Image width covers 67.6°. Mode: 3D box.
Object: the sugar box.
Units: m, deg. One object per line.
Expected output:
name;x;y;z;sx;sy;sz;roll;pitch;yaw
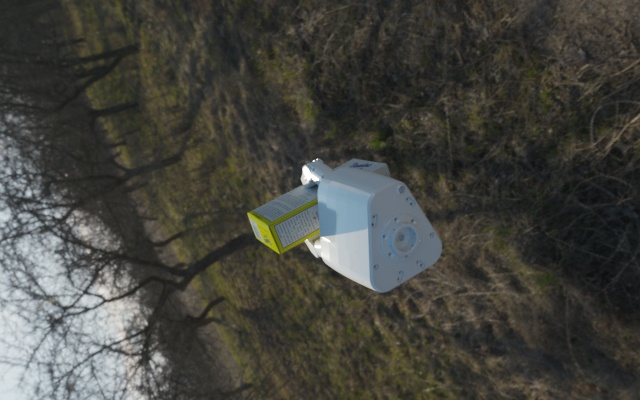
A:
sugar box;0.000;0.003;0.622;0.176;0.048;0.093;-25;19;-20
